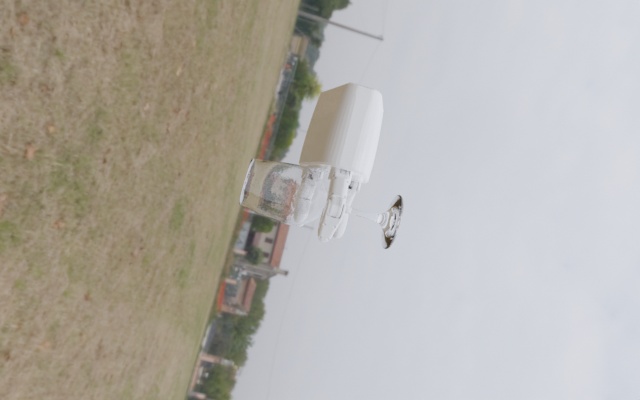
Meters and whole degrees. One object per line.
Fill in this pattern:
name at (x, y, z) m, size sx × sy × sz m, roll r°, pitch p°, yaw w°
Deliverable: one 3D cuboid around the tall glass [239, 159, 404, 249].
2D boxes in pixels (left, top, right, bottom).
tall glass at (0.001, 0.002, 0.618) m, size 0.201 × 0.079 × 0.079 m, roll 15°, pitch -2°, yaw -7°
